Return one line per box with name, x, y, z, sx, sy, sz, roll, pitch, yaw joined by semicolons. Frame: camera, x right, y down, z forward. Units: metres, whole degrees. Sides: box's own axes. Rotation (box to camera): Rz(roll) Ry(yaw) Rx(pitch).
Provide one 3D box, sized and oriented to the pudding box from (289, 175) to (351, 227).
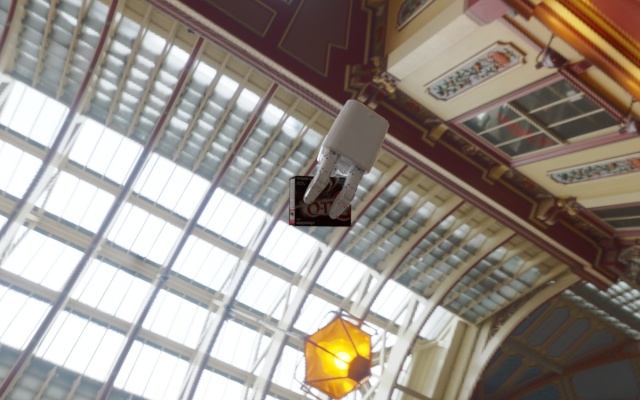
pudding box;0.000;0.003;0.860;0.113;0.090;0.039;1;-3;-20
